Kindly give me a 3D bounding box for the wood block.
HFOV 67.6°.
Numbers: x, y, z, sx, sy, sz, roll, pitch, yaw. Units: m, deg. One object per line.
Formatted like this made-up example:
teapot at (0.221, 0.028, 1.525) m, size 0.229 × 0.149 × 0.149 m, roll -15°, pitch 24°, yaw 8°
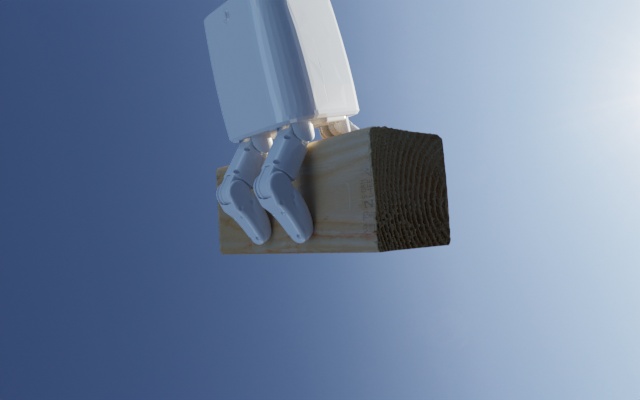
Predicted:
wood block at (0.000, 0.001, 0.427) m, size 0.091 × 0.090 × 0.206 m, roll -1°, pitch -4°, yaw -42°
